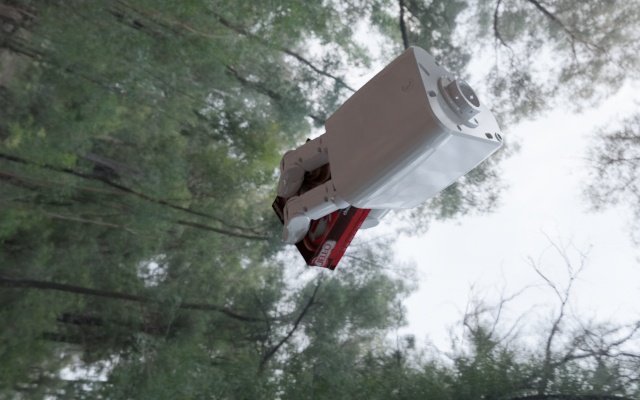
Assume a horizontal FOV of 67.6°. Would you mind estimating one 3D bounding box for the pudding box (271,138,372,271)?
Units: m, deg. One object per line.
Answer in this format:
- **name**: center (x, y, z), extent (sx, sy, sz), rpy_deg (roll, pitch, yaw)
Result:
- **pudding box**: center (0.000, 0.002, 0.484), extent (0.039, 0.090, 0.113), rpy_deg (19, 20, -33)
